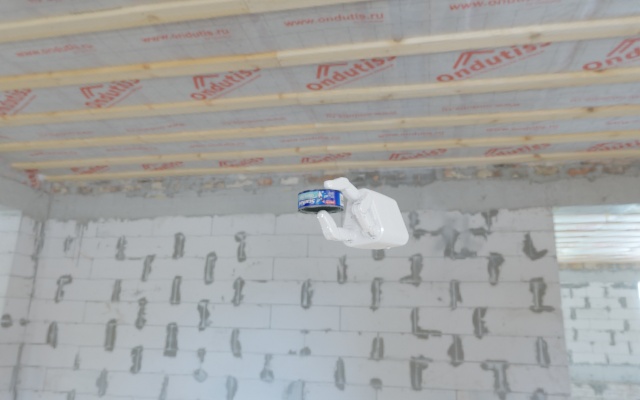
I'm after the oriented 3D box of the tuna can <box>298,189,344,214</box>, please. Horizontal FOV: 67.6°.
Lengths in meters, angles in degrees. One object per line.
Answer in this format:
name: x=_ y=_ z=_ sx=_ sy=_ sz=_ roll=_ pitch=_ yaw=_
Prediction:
tuna can: x=0.000 y=0.002 z=0.888 sx=0.086 sy=0.033 sz=0.086 roll=-2 pitch=-11 yaw=0
